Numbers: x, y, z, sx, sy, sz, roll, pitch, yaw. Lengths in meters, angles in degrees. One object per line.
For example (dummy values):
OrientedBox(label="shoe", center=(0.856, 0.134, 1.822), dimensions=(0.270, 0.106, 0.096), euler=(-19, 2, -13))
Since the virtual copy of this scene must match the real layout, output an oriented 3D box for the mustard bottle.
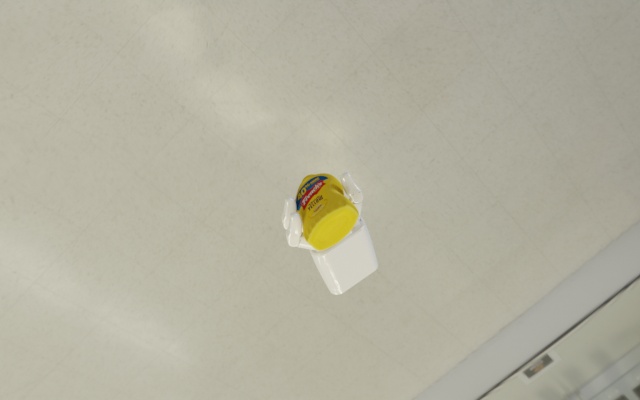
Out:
OrientedBox(label="mustard bottle", center=(0.000, 0.003, 0.846), dimensions=(0.058, 0.096, 0.191), euler=(40, 12, -28))
